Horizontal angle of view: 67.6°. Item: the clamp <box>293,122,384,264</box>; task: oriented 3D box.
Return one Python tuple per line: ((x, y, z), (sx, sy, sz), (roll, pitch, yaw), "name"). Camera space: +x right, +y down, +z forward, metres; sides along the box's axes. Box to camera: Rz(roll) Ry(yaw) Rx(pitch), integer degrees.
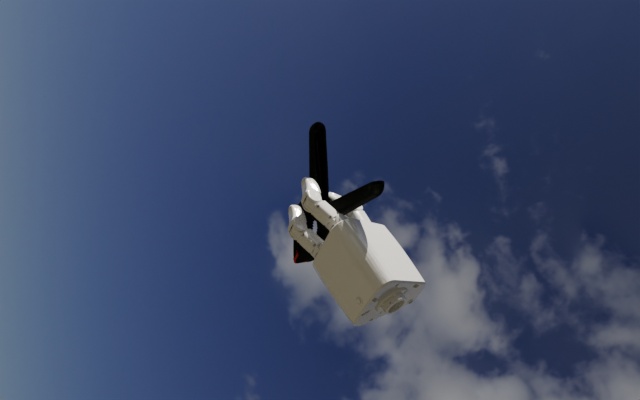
((0.001, 0.003, 0.697), (0.036, 0.210, 0.164), (-2, 44, -36), "clamp")
